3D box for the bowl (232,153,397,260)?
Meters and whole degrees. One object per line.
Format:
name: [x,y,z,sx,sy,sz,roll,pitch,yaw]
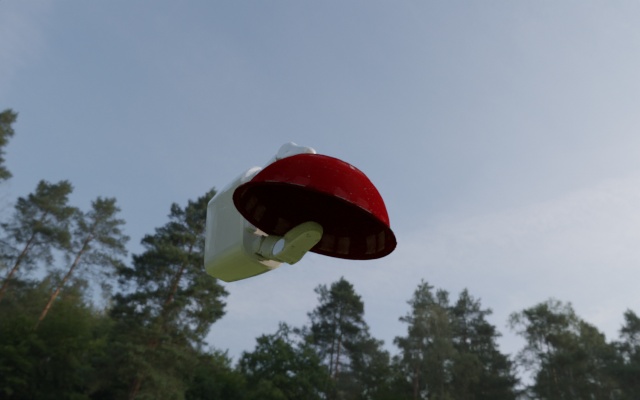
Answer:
bowl: [0.001,0.001,0.463,0.162,0.055,0.162,15,-24,7]
